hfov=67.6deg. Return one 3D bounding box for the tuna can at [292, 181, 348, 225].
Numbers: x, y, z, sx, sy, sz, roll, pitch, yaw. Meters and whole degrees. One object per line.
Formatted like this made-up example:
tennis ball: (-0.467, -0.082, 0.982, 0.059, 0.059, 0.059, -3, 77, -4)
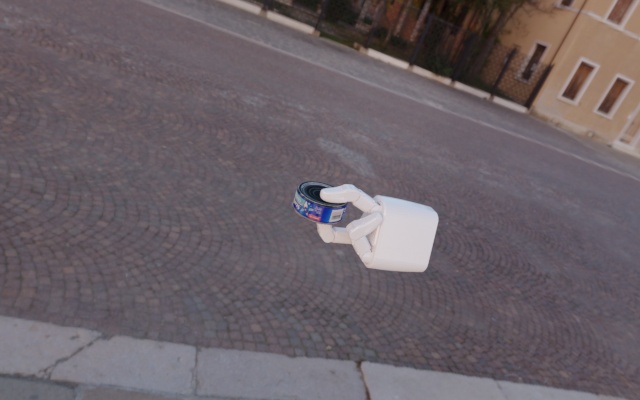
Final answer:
tuna can: (0.000, 0.002, 0.764, 0.086, 0.034, 0.086, 14, 26, -7)
